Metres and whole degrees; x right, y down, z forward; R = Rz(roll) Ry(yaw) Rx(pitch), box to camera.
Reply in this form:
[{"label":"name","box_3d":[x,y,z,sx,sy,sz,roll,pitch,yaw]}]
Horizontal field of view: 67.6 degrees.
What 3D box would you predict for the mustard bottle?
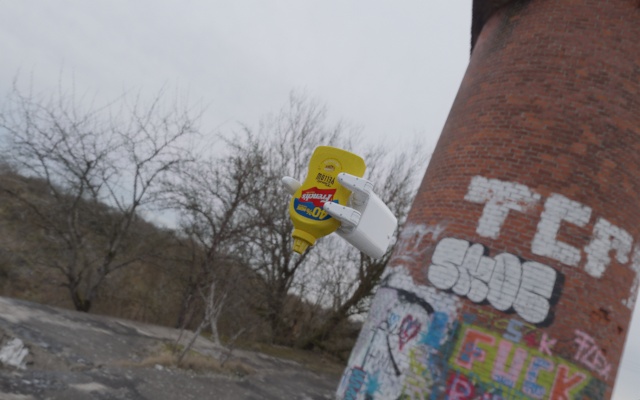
[{"label":"mustard bottle","box_3d":[0.000,0.002,0.817,0.096,0.191,0.058,19,-17,20]}]
